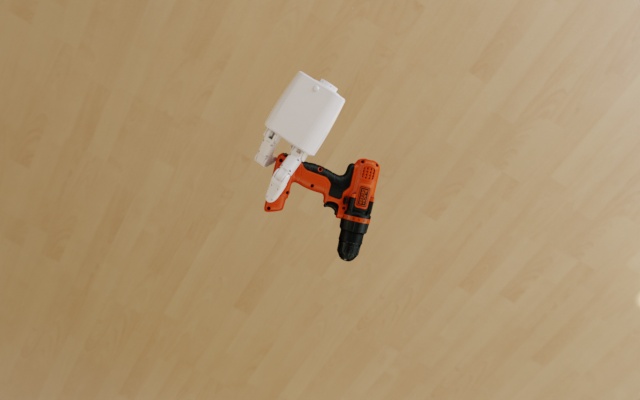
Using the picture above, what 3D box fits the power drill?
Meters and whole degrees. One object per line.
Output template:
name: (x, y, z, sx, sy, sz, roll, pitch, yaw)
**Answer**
power drill: (0.000, 0.002, 0.835, 0.187, 0.184, 0.057, 13, 1, -9)
